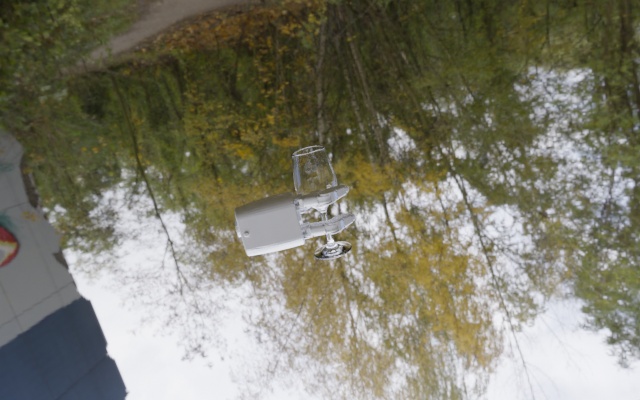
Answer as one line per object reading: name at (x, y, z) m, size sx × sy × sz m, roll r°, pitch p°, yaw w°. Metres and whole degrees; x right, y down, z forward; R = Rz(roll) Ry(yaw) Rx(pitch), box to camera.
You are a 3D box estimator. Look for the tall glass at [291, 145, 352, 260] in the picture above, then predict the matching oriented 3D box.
tall glass at (0.000, 0.003, 0.882) m, size 0.079 × 0.201 × 0.079 m, roll -13°, pitch 16°, yaw 4°
